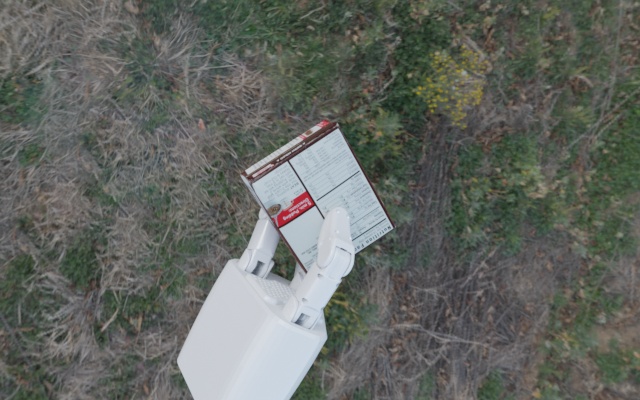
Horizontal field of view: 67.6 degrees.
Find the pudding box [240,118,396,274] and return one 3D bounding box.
[{"bbox_3d":[0.000,0.001,0.410,0.090,0.113,0.039,-34,23,-7],"label":"pudding box"}]
